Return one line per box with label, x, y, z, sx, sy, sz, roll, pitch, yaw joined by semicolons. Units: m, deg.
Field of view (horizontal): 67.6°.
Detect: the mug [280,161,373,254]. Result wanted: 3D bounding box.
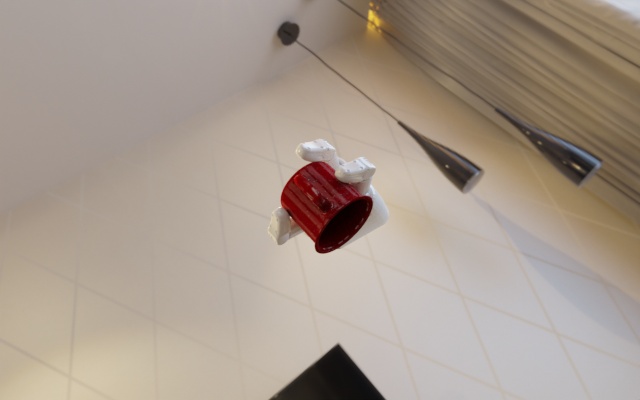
mug;-0.001;0.001;0.582;0.081;0.093;0.117;45;3;26
